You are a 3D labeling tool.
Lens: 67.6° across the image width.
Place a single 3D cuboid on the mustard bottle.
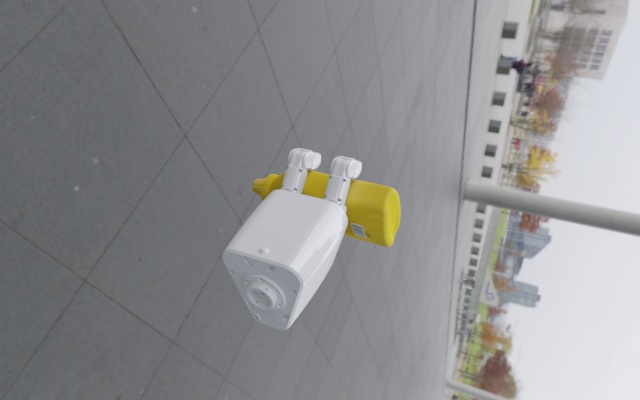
[{"bbox_3d":[0.000,0.002,0.597,0.191,0.058,0.096,13,-25,21],"label":"mustard bottle"}]
